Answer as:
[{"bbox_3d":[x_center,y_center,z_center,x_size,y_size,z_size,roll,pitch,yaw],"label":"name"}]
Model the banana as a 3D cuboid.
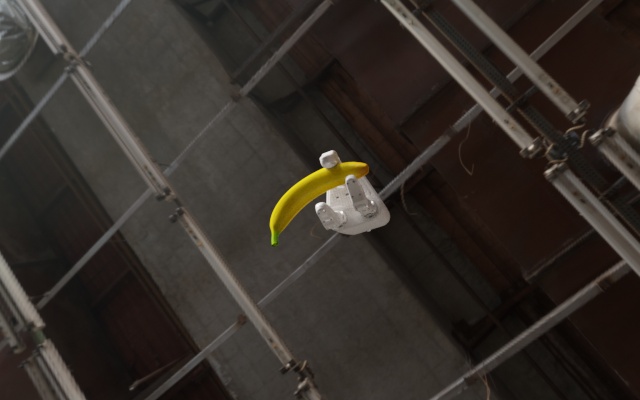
[{"bbox_3d":[-0.013,-0.008,0.775,0.198,0.069,0.037,-40,-26,3],"label":"banana"}]
